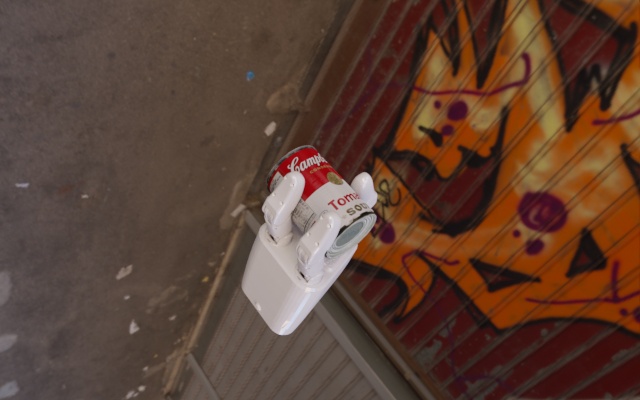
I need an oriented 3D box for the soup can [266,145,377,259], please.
[{"bbox_3d":[0.001,0.001,0.494,0.102,0.068,0.068,48,23,22],"label":"soup can"}]
